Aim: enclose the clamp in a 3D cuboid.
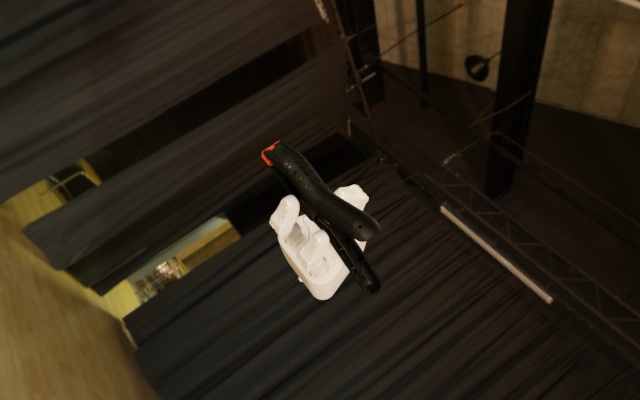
[{"bbox_3d":[0.000,0.001,0.526,0.036,0.210,0.165,-35,-22,-13],"label":"clamp"}]
